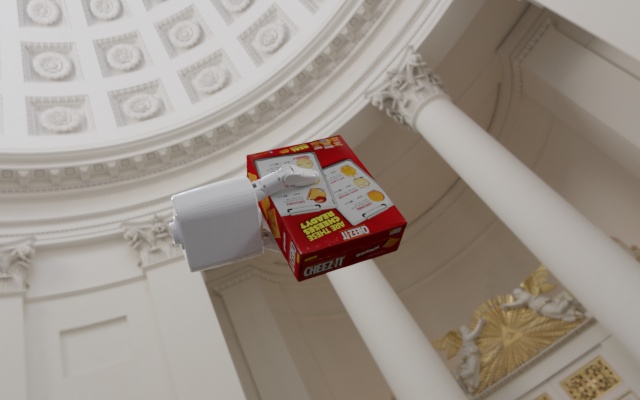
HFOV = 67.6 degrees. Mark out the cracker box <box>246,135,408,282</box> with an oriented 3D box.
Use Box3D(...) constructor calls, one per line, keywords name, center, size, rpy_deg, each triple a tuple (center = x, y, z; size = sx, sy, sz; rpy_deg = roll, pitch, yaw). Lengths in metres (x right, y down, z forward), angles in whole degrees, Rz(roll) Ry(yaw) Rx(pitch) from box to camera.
Box3D(name="cracker box", center=(0.000, 0.002, 0.713), size=(0.164, 0.072, 0.213), rpy_deg=(-15, 48, -21))
